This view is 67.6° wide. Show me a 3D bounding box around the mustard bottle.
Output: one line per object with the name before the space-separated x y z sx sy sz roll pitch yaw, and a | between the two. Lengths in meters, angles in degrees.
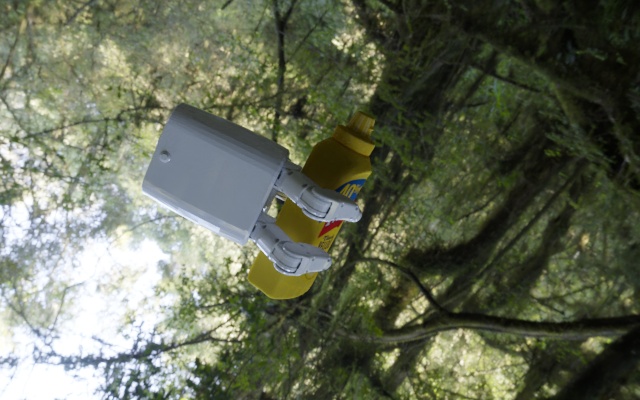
mustard bottle | 0.000 0.002 0.469 0.058 0.192 0.096 33 16 20
